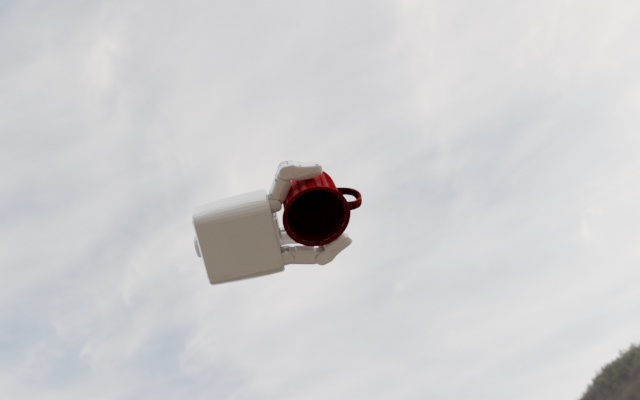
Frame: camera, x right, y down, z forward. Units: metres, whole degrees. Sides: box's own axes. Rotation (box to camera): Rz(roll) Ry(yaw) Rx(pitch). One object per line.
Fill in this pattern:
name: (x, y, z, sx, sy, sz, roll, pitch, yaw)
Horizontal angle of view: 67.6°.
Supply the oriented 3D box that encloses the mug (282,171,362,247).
mug: (0.001, 0.002, 0.675, 0.117, 0.093, 0.081, -12, 29, -5)
